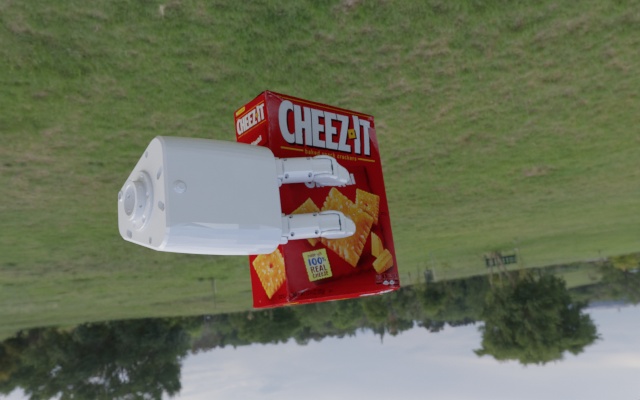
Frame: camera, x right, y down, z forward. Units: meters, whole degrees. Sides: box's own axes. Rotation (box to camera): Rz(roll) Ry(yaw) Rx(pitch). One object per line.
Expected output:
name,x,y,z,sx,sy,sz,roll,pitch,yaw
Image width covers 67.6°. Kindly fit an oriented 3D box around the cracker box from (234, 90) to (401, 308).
cracker box,0.000,0.002,0.526,0.164,0.213,0.072,4,-16,-41
